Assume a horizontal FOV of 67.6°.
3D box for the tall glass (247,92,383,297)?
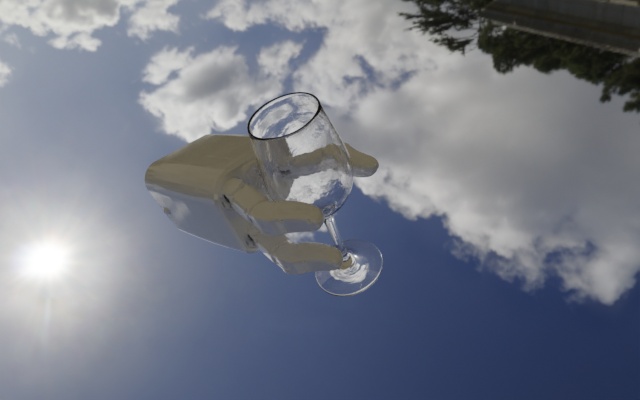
[{"bbox_3d":[0.000,0.002,0.441,0.079,0.079,0.201,0,-44,24],"label":"tall glass"}]
